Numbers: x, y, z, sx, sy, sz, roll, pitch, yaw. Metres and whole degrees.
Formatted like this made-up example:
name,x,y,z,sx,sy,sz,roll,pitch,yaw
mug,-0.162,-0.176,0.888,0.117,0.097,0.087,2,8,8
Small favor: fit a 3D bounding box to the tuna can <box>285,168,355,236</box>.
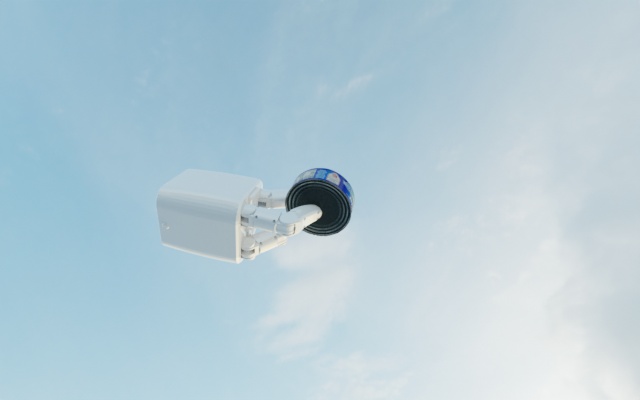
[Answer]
name,x,y,z,sx,sy,sz,roll,pitch,yaw
tuna can,0.000,0.002,0.612,0.086,0.086,0.033,0,32,15
